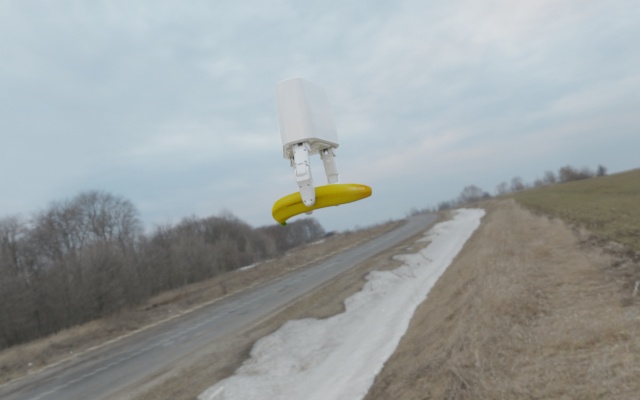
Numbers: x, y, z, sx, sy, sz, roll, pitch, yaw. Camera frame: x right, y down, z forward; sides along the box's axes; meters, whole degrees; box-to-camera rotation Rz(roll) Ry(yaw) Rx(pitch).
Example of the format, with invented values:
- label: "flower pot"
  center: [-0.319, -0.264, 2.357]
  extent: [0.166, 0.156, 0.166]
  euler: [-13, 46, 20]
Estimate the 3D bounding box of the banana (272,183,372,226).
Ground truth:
- label: "banana"
  center: [-0.014, 0.002, 0.767]
  extent: [0.198, 0.037, 0.069]
  euler: [-18, -15, 36]
